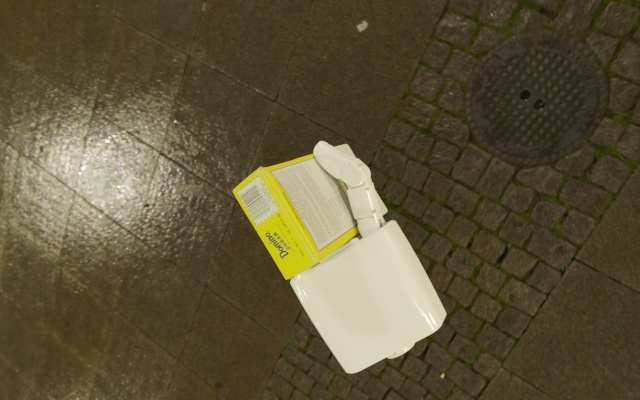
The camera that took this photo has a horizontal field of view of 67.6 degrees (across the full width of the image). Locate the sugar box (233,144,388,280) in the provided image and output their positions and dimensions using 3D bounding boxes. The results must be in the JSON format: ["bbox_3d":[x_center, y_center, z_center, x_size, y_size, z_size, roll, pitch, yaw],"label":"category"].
[{"bbox_3d":[0.000,0.002,0.471,0.048,0.093,0.176,-33,-4,27],"label":"sugar box"}]
